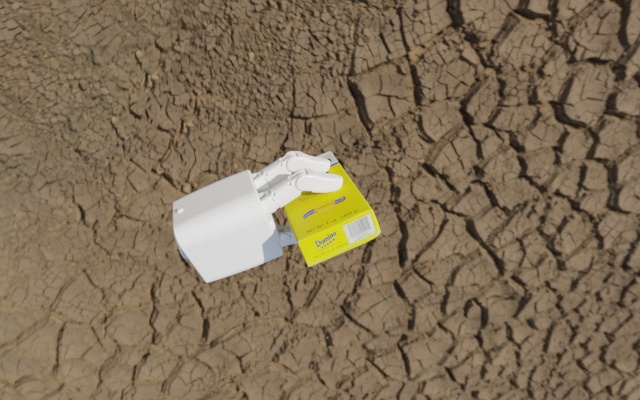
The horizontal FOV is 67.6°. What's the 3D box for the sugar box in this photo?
[{"bbox_3d":[0.000,0.002,0.602,0.093,0.048,0.176,-23,34,-4],"label":"sugar box"}]
